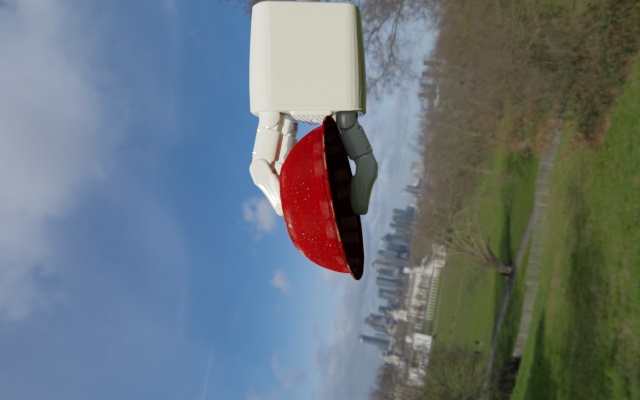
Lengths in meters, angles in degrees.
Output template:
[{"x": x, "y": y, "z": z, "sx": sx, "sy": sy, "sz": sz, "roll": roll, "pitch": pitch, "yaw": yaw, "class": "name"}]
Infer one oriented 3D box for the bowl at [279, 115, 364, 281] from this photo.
[{"x": 0.000, "y": 0.003, "z": 0.468, "sx": 0.055, "sy": 0.162, "sz": 0.162, "roll": -11, "pitch": -2, "yaw": 11, "class": "bowl"}]
